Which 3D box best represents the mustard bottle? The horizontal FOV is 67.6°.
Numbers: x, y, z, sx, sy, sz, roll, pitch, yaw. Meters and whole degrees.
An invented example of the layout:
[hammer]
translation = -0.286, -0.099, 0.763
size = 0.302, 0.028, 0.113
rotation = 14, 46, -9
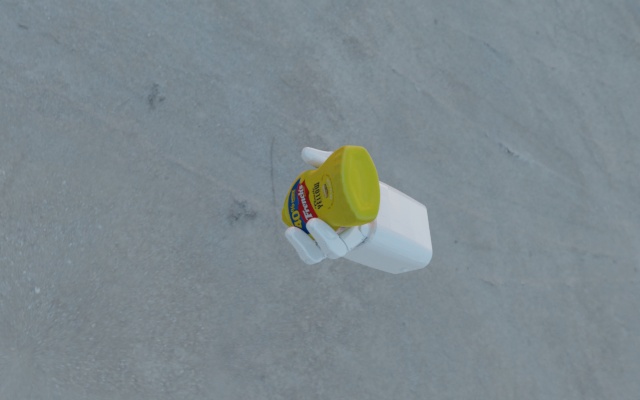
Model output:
[mustard bottle]
translation = 0.000, 0.002, 0.641
size = 0.058, 0.096, 0.192
rotation = -2, -14, -33
